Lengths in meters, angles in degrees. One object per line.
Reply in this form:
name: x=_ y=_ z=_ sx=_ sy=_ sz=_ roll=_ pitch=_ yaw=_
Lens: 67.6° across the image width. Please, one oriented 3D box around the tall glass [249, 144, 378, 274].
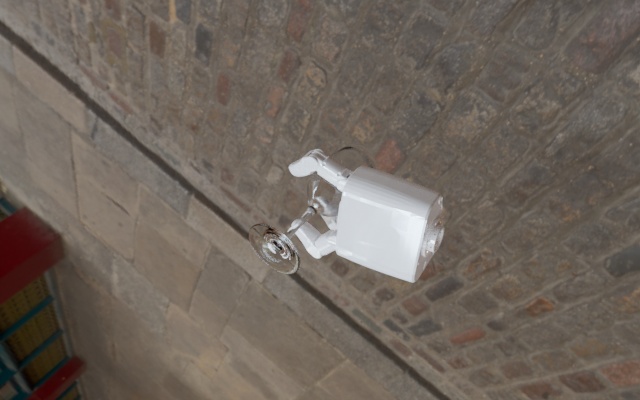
tall glass: x=0.000 y=0.002 z=0.616 sx=0.079 sy=0.079 sz=0.201 roll=0 pitch=34 yaw=41
